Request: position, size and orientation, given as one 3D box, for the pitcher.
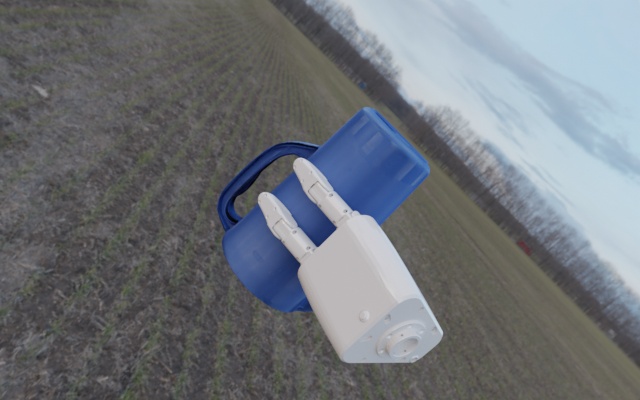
[{"bbox_3d":[0.000,0.002,0.570,0.149,0.243,0.145,34,18,-39],"label":"pitcher"}]
